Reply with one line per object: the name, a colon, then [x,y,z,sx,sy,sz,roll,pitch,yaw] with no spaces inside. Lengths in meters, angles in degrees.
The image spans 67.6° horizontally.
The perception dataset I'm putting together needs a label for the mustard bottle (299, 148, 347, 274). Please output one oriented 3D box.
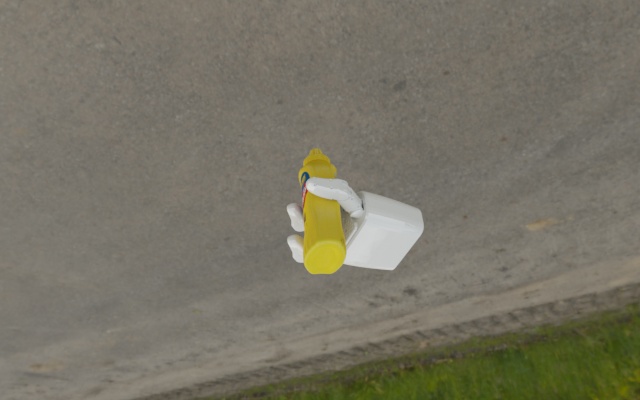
mustard bottle: [0.000,0.002,0.692,0.058,0.191,0.096,-1,-34,-5]
